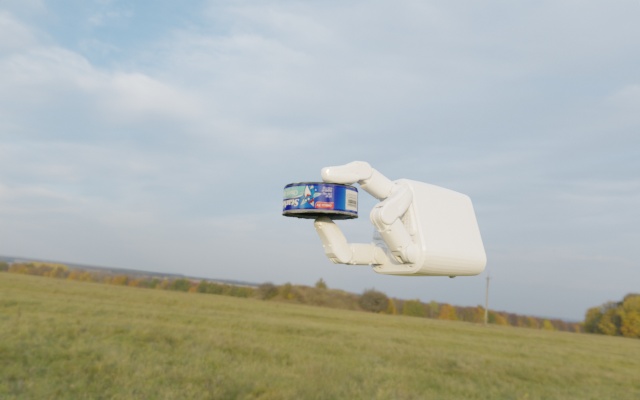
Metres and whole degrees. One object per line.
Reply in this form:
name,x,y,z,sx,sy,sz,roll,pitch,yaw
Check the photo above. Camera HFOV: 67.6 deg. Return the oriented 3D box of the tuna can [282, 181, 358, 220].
tuna can,0.000,0.001,0.537,0.086,0.033,0.086,2,-7,0
